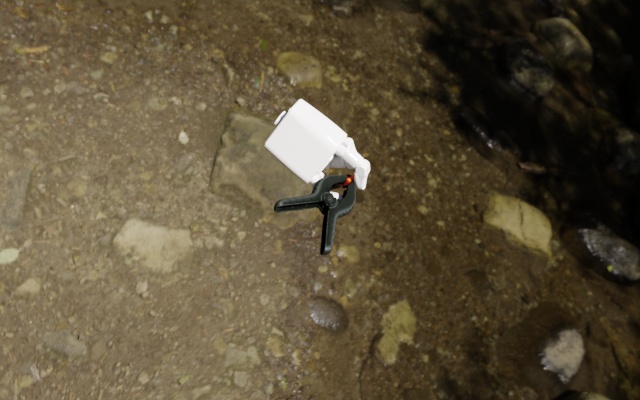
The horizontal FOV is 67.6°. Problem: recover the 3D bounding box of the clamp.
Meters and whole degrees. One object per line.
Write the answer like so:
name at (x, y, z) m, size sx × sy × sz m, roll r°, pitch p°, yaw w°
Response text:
clamp at (0.001, 0.002, 0.828) m, size 0.039 × 0.120 × 0.171 m, roll -43°, pitch 9°, yaw 49°
